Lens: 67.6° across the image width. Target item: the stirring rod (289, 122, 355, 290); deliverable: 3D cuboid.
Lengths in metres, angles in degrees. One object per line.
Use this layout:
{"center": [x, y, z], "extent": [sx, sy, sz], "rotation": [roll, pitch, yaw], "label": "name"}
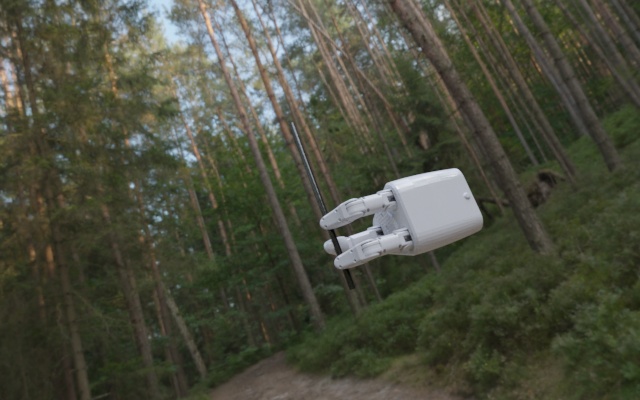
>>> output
{"center": [0.000, 0.002, 0.630], "extent": [0.011, 0.239, 0.011], "rotation": [-19, -16, -6], "label": "stirring rod"}
